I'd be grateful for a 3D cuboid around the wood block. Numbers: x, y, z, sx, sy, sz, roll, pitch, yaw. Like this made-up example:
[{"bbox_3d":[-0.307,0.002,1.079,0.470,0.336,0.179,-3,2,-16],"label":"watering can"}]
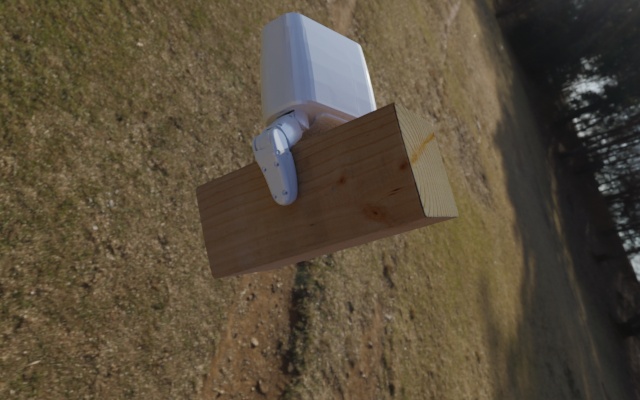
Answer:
[{"bbox_3d":[0.000,0.001,0.424,0.206,0.090,0.091,-20,-12,29],"label":"wood block"}]
